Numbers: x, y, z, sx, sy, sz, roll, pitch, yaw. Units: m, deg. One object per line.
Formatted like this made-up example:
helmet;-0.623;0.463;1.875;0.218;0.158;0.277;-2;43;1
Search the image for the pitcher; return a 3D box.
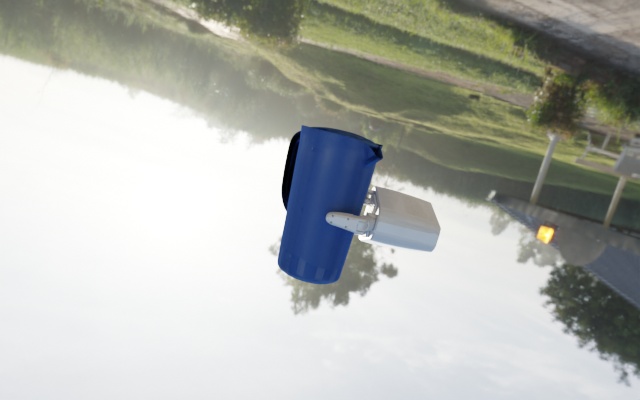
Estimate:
pitcher;0.000;0.003;0.782;0.145;0.243;0.149;14;8;-5
